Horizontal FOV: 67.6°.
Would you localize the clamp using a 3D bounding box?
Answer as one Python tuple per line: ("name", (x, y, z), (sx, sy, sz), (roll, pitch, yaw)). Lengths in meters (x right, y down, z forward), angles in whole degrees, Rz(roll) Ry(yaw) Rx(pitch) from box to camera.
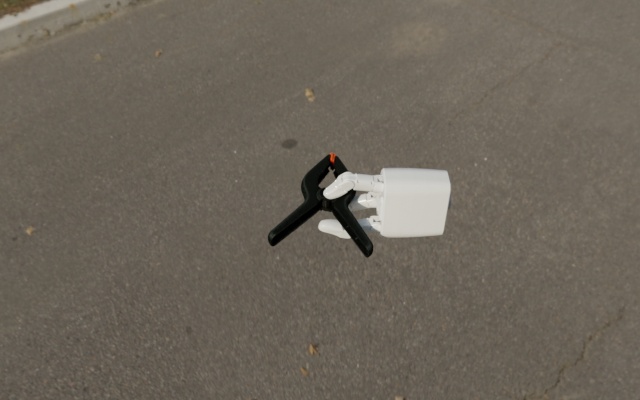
("clamp", (0.000, 0.002, 0.796), (0.164, 0.209, 0.036), (2, -40, -2))
